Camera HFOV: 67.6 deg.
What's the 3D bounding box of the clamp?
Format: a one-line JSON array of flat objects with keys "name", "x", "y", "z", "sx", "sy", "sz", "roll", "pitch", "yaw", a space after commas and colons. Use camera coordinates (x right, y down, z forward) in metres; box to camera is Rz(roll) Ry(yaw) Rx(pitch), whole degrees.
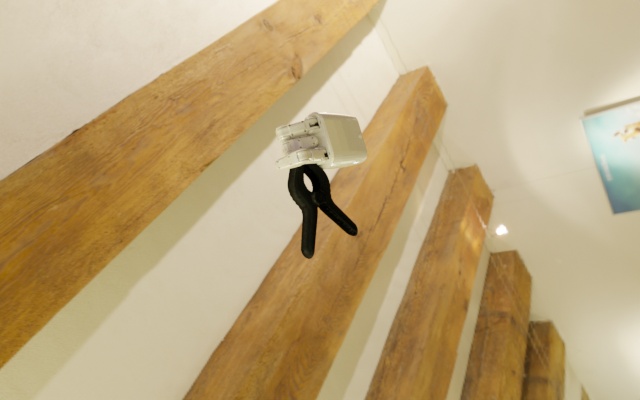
[{"name": "clamp", "x": 0.000, "y": 0.003, "z": 0.797, "sx": 0.120, "sy": 0.171, "sz": 0.039, "roll": -11, "pitch": -4, "yaw": -44}]
